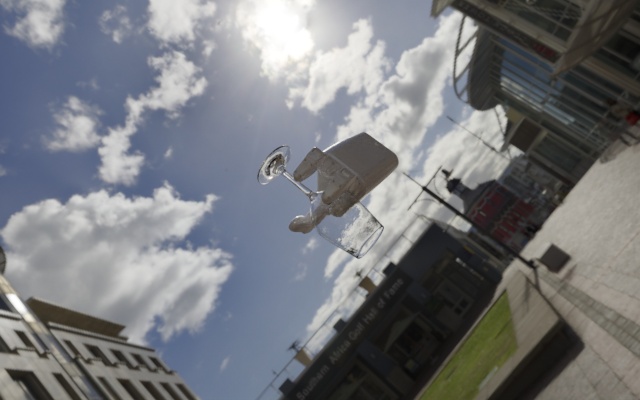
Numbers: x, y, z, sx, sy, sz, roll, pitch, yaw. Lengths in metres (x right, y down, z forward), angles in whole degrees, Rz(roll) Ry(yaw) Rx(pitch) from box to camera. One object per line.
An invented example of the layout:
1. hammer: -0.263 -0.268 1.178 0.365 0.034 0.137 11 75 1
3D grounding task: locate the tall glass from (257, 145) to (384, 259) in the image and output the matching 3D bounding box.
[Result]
1. tall glass: -0.001 0.002 0.727 0.201 0.079 0.079 39 15 19
